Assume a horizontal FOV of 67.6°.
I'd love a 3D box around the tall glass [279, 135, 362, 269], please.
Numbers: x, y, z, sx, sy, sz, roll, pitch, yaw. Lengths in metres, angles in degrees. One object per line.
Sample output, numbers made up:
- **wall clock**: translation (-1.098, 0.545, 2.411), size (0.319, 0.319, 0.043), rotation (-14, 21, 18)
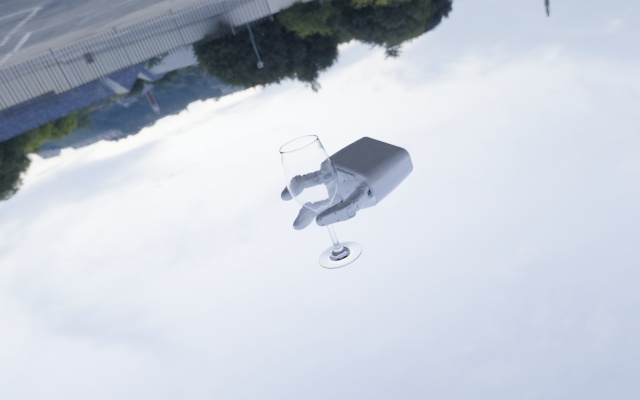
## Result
- **tall glass**: translation (0.000, 0.003, 0.735), size (0.079, 0.201, 0.079), rotation (-18, 23, 8)
